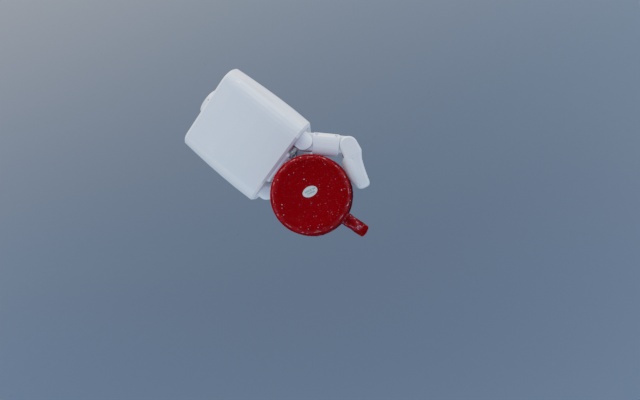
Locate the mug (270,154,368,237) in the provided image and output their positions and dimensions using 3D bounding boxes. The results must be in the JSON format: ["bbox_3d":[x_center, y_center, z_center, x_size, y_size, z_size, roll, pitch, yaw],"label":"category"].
[{"bbox_3d":[0.001,0.003,0.506,0.117,0.093,0.081,37,0,0],"label":"mug"}]
